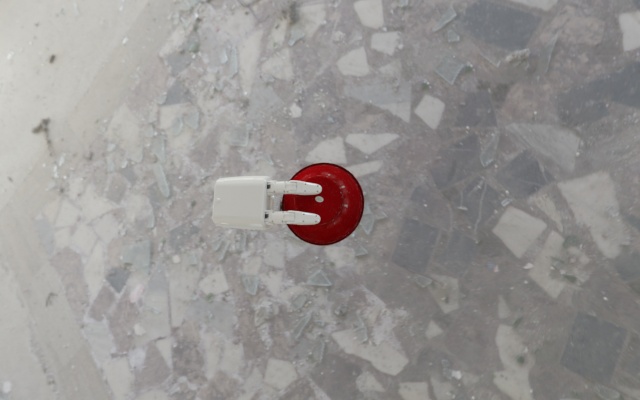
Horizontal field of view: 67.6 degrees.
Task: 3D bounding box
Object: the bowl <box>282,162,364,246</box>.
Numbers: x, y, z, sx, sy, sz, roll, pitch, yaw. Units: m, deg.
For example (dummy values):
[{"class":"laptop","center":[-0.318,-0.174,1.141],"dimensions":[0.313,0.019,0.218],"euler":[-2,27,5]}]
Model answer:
[{"class":"bowl","center":[0.001,0.003,0.893],"dimensions":[0.162,0.162,0.055],"euler":[0,-7,9]}]
